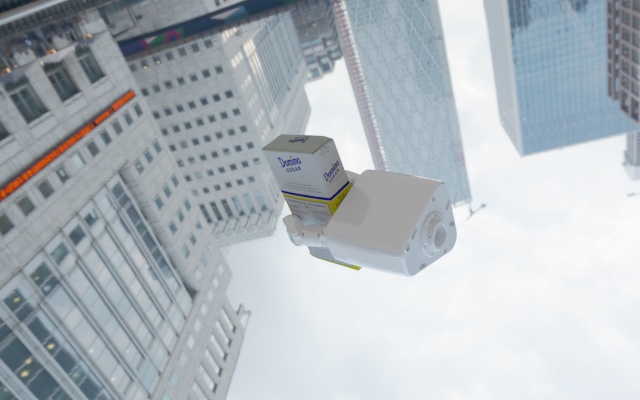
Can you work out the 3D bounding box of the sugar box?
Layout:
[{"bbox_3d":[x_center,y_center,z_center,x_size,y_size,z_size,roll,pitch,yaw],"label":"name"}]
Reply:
[{"bbox_3d":[0.001,0.002,0.604,0.093,0.176,0.048,11,41,43],"label":"sugar box"}]
